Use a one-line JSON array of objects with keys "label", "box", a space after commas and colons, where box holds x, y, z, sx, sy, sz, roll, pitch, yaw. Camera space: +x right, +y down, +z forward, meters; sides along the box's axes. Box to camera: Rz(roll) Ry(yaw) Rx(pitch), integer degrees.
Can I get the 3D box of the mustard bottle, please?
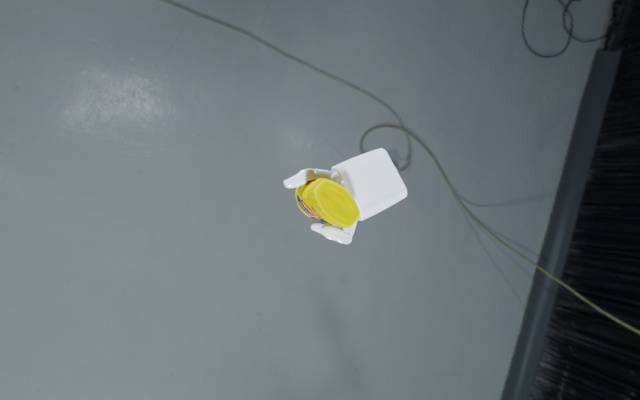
[{"label": "mustard bottle", "box": [0.000, 0.003, 0.890, 0.096, 0.058, 0.191, 43, -11, -14]}]
